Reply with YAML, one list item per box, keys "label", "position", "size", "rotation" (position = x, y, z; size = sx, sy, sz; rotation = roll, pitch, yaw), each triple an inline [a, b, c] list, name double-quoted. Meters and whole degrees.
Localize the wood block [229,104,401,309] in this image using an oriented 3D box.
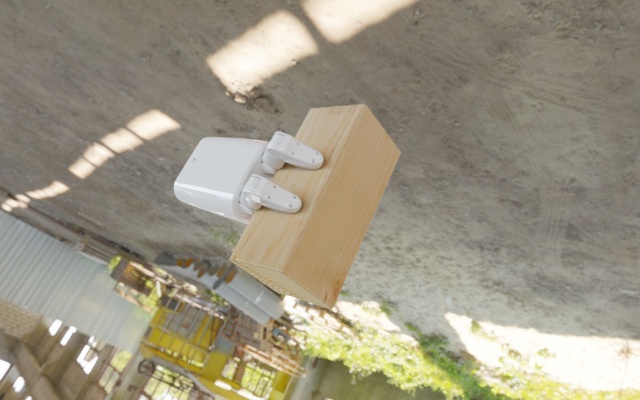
- label: "wood block"
  position: [0.000, 0.002, 0.538]
  size: [0.090, 0.206, 0.091]
  rotation: [6, -29, 43]
